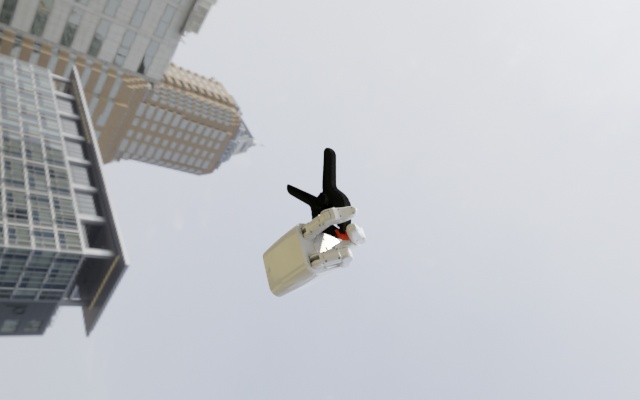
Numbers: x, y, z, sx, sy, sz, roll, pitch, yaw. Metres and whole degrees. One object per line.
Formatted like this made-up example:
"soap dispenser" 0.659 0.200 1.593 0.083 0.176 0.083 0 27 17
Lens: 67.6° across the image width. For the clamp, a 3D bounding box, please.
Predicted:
"clamp" 0.001 0.003 0.852 0.039 0.171 0.120 14 -40 -44
